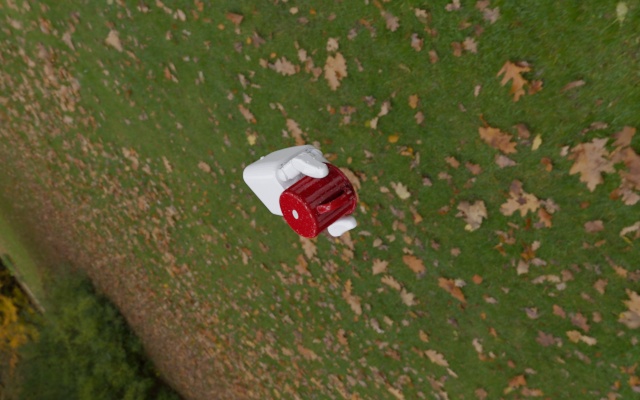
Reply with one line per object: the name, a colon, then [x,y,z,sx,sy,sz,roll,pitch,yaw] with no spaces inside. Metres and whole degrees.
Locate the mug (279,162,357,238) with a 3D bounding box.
mug: [0.001,0.002,0.695,0.081,0.093,0.117,-36,19,-31]
